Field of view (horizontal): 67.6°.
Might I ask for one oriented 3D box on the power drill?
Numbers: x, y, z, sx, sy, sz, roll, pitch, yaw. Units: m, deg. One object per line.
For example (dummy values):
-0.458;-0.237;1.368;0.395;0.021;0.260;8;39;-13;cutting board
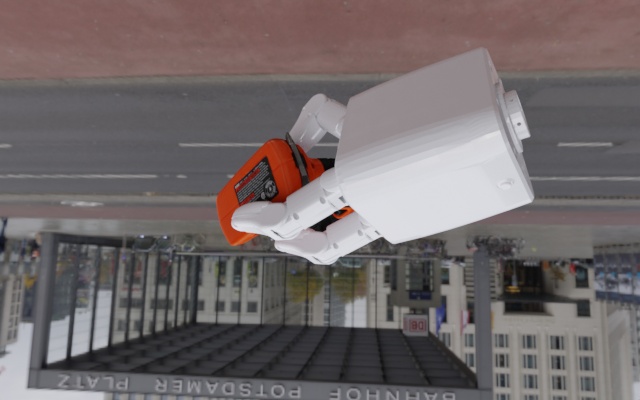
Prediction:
0.000;0.001;0.457;0.187;0.057;0.184;-2;-29;-44;power drill
